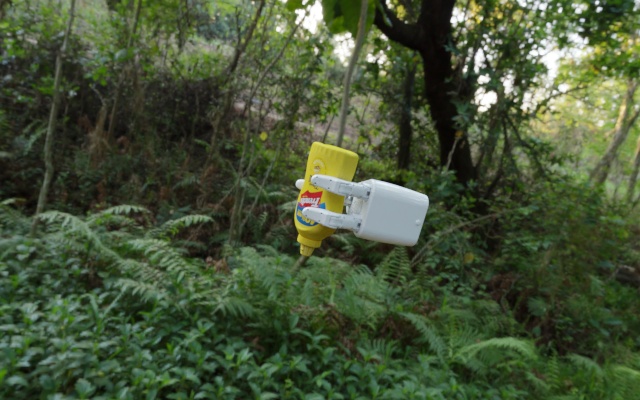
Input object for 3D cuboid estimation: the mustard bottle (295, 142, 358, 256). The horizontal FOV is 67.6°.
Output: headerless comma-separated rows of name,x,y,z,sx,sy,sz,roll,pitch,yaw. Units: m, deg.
mustard bottle,0.000,0.002,0.809,0.058,0.191,0.096,8,12,-40
